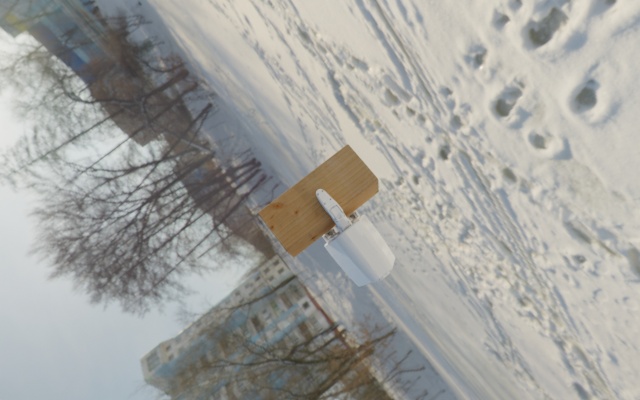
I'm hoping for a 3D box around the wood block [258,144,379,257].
[{"bbox_3d":[0.000,0.003,0.886,0.206,0.090,0.091,-38,-16,-4],"label":"wood block"}]
